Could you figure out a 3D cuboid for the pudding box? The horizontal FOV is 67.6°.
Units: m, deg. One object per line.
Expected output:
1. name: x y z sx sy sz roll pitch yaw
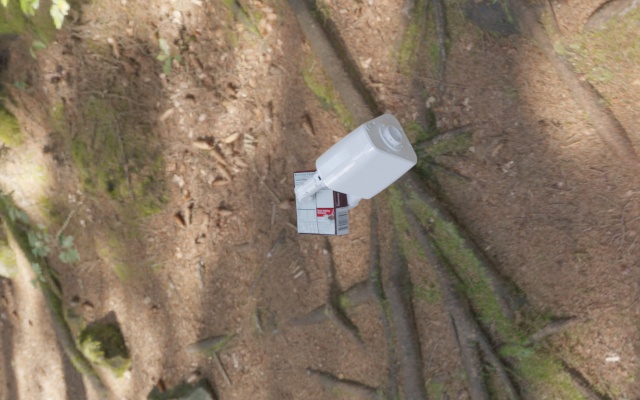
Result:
1. pudding box: 0.000 0.003 0.813 0.090 0.113 0.039 0 4 41
